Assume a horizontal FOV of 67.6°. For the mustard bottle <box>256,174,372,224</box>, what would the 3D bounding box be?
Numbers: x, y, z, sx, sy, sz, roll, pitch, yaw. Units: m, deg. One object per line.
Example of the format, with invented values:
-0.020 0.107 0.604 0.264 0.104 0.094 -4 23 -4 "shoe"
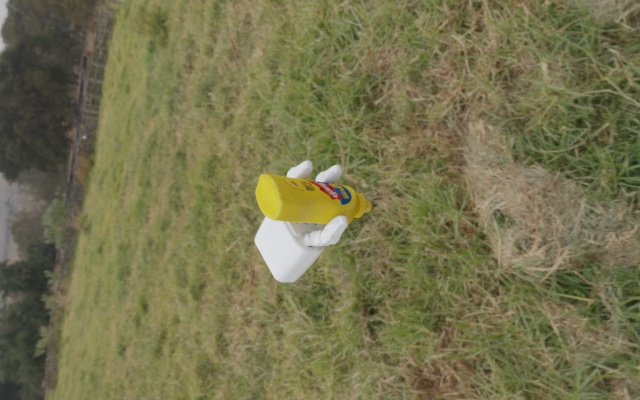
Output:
0.000 0.002 0.759 0.191 0.058 0.096 6 23 -31 "mustard bottle"
